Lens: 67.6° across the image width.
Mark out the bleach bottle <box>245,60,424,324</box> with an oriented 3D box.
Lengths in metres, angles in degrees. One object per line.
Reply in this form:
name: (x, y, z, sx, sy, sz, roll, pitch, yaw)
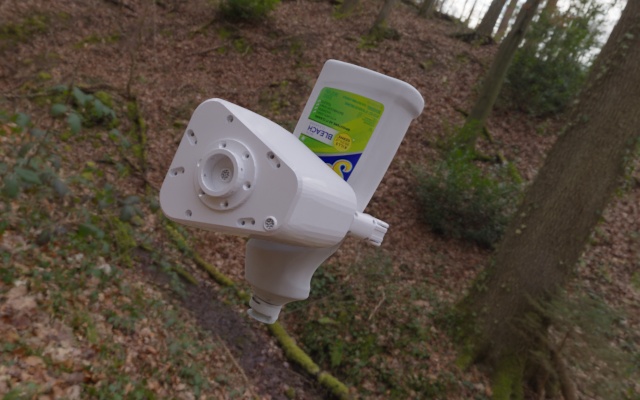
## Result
bleach bottle: (0.000, 0.001, 0.453, 0.102, 0.251, 0.068, 25, 3, 23)
